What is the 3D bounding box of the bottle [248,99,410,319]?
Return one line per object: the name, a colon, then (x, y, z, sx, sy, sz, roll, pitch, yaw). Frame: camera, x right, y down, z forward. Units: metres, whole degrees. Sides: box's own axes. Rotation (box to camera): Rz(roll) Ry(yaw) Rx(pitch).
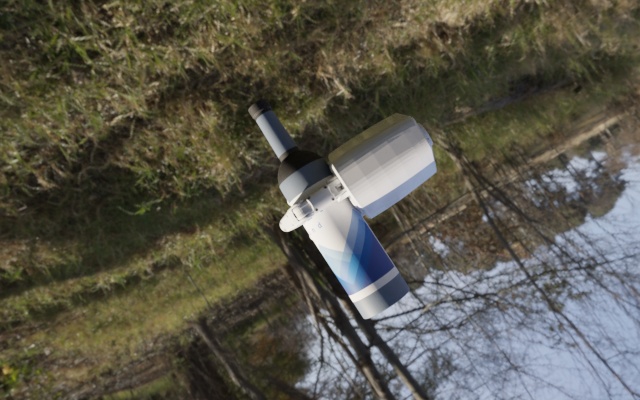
bottle: (0.000, 0.002, 0.589, 0.069, 0.295, 0.069, -33, -5, -3)
